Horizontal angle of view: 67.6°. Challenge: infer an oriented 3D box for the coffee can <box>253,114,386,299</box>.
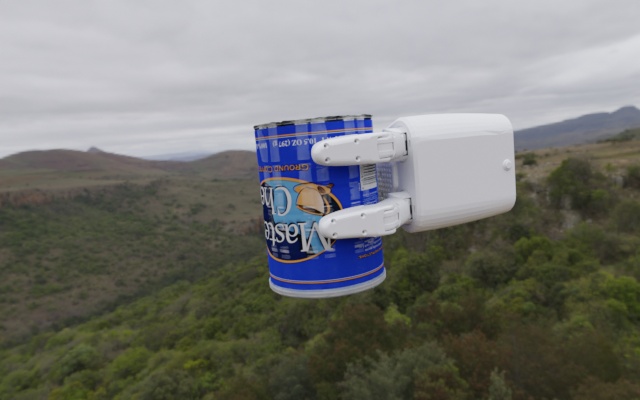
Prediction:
[{"bbox_3d":[0.000,0.002,0.414,0.103,0.140,0.103,-5,7,1],"label":"coffee can"}]
